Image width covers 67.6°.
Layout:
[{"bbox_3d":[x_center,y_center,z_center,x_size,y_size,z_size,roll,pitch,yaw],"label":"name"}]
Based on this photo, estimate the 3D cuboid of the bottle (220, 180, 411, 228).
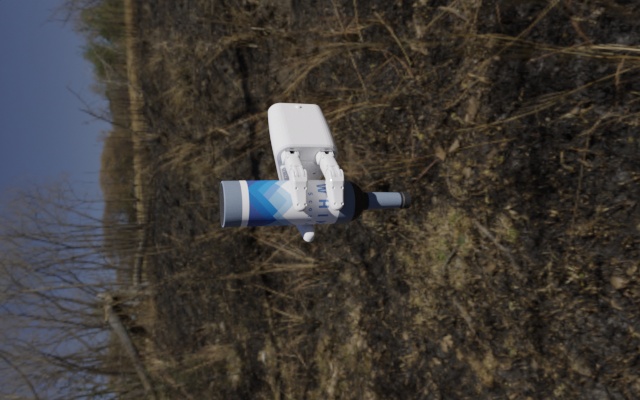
[{"bbox_3d":[0.000,0.002,0.723,0.296,0.069,0.069,-1,0,-18],"label":"bottle"}]
